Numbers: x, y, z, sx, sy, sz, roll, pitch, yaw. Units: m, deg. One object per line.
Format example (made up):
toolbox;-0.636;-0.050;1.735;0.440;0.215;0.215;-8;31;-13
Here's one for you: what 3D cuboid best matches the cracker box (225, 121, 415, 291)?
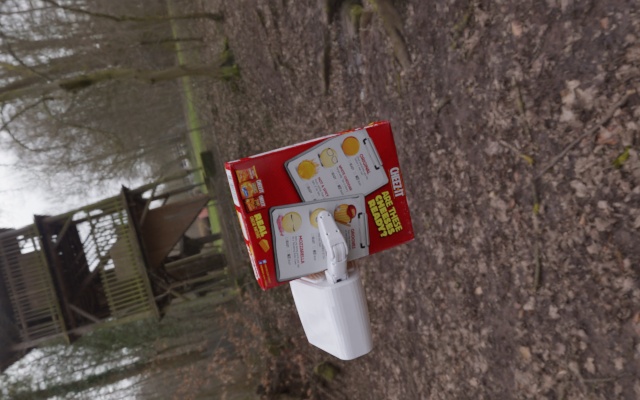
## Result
cracker box;0.000;0.002;0.624;0.213;0.164;0.072;-17;12;-15
